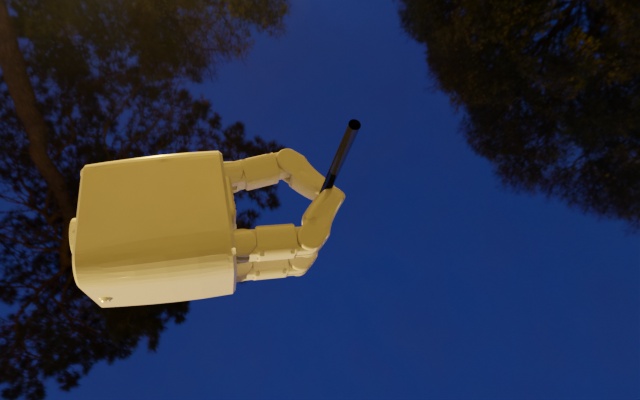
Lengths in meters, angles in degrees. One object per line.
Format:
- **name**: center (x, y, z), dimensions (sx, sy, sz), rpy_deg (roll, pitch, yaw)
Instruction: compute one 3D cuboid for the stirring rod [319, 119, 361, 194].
- **stirring rod**: center (0.000, 0.001, 0.406), dimensions (0.011, 0.011, 0.240), rpy_deg (0, -24, -11)
